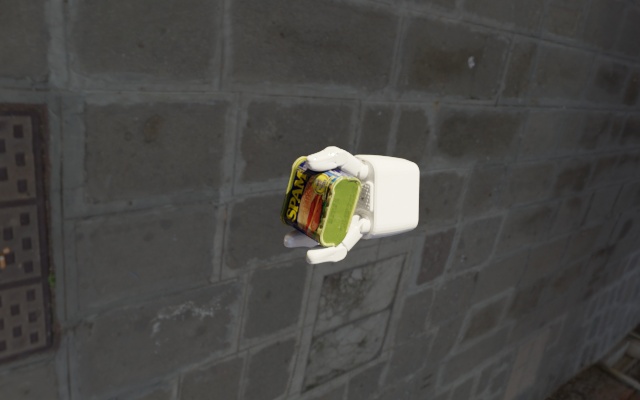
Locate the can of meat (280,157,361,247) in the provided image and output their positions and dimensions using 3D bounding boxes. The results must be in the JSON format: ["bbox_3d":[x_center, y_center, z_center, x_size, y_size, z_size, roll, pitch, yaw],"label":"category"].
[{"bbox_3d":[0.000,0.002,0.641,0.057,0.102,0.084,2,19,-44],"label":"can of meat"}]
